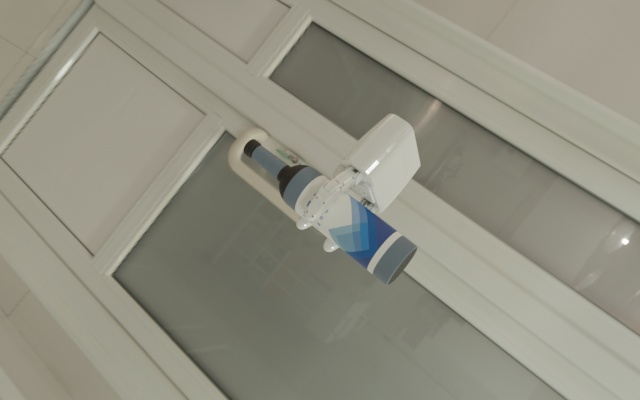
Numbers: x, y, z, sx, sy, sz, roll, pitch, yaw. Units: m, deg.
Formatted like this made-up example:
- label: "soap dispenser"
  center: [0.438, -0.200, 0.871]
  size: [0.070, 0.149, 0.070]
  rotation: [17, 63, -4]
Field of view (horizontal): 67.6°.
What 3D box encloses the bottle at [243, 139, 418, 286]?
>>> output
- label: "bottle"
  center: [0.000, 0.002, 0.684]
  size: [0.295, 0.069, 0.069]
  rotation: [38, 15, 20]
